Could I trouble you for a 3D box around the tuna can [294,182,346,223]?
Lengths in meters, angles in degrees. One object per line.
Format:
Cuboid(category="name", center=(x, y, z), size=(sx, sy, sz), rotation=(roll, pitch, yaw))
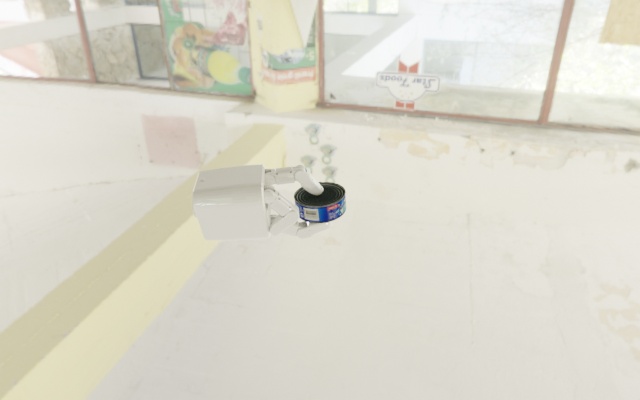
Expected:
Cuboid(category="tuna can", center=(0.000, 0.003, 0.793), size=(0.086, 0.034, 0.086), rotation=(-5, 28, 3))
